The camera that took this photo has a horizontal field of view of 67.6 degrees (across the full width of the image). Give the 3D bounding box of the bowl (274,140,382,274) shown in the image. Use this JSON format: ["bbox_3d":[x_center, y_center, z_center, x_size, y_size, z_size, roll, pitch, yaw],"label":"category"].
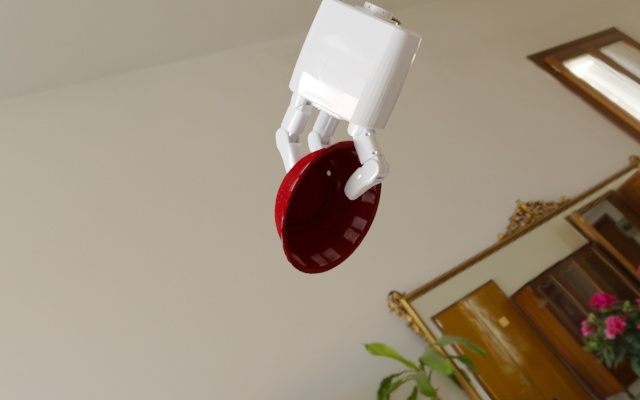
[{"bbox_3d":[-0.001,0.003,0.559,0.055,0.162,0.162,25,17,39],"label":"bowl"}]
